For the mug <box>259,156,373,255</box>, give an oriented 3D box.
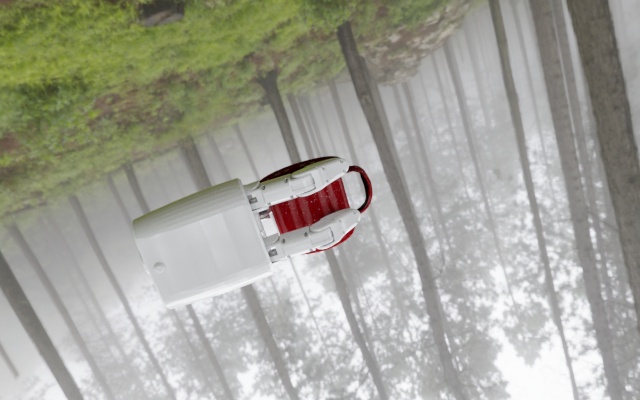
[{"bbox_3d":[0.001,0.001,0.516,0.117,0.081,0.093,-19,16,-6],"label":"mug"}]
